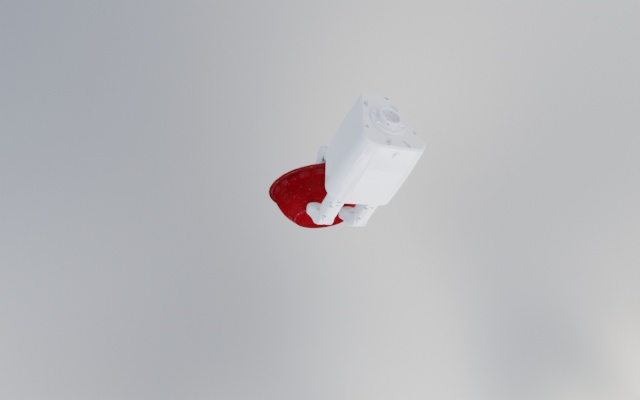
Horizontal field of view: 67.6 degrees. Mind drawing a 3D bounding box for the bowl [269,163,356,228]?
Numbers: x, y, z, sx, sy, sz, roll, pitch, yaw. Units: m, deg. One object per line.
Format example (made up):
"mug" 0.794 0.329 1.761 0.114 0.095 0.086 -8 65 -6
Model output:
"bowl" 0.000 0.003 0.766 0.162 0.055 0.162 -7 -24 -3
